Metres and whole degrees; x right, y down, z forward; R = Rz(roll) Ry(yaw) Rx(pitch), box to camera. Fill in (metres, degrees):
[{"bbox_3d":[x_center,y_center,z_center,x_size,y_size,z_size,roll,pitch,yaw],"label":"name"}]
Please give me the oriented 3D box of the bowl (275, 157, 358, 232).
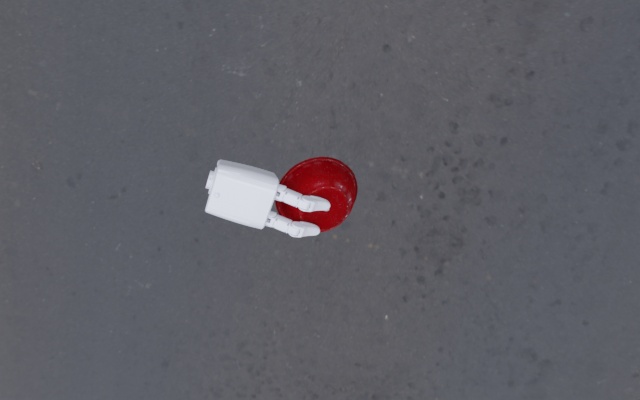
[{"bbox_3d":[0.002,0.003,0.884,0.162,0.162,0.055,0,30,-18],"label":"bowl"}]
